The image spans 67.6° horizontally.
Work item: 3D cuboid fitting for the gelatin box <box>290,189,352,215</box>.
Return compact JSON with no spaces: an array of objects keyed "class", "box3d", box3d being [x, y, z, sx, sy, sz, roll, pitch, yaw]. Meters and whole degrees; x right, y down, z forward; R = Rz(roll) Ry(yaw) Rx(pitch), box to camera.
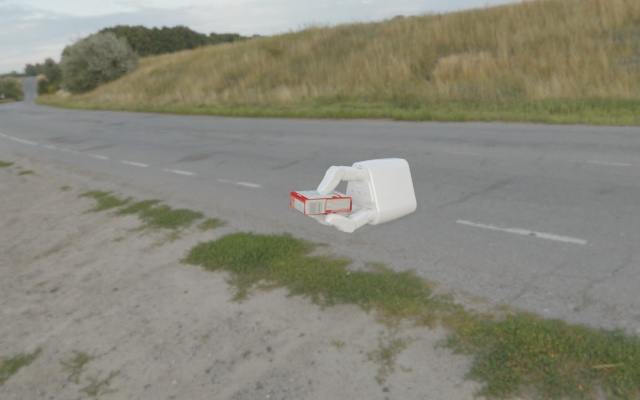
[{"class":"gelatin box","box3d":[0.000,0.002,0.833,0.089,0.030,0.073,-3,13,-24]}]
